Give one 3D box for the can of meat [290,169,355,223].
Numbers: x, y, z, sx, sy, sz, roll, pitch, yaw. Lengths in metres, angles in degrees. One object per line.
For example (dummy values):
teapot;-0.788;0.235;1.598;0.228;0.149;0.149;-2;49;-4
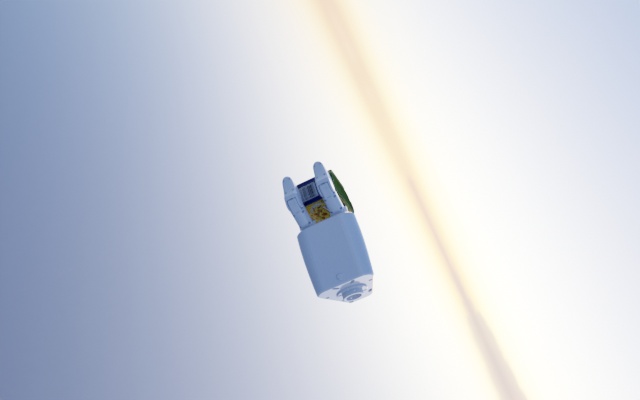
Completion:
can of meat;0.000;0.002;0.790;0.084;0.057;0.102;-24;-34;11
